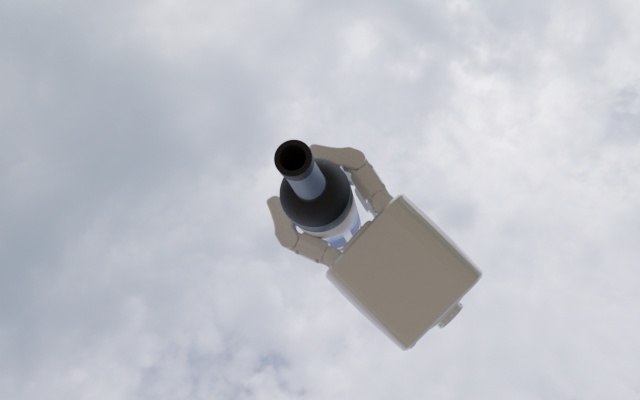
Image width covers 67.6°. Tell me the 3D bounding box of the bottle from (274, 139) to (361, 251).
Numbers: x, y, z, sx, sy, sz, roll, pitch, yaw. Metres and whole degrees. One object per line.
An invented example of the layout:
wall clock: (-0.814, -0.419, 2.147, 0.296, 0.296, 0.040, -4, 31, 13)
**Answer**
bottle: (0.000, 0.002, 0.475, 0.069, 0.069, 0.296, 0, -12, 8)
